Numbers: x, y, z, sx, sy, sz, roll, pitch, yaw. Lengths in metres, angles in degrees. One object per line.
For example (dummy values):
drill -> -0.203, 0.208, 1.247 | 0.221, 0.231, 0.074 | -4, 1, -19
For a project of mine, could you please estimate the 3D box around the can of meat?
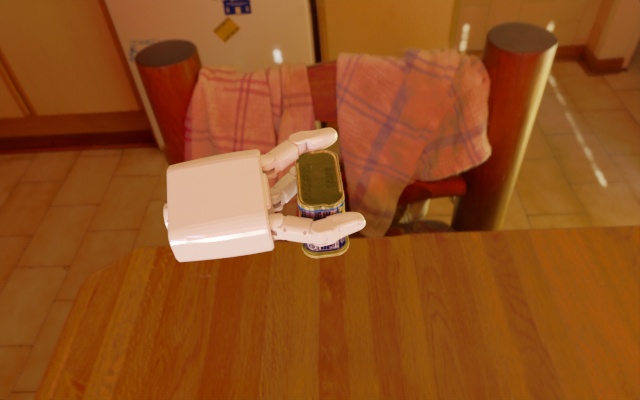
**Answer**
can of meat -> 0.000, 0.002, 0.566 | 0.057, 0.084, 0.102 | -7, 45, -1
